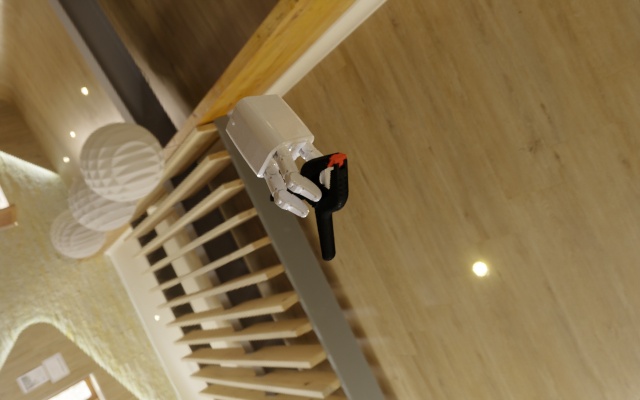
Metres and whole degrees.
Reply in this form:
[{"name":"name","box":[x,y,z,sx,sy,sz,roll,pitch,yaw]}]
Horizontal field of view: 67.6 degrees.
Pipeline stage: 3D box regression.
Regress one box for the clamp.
[{"name":"clamp","box":[0.001,0.002,0.791,0.036,0.164,0.210,-33,-11,-38]}]
